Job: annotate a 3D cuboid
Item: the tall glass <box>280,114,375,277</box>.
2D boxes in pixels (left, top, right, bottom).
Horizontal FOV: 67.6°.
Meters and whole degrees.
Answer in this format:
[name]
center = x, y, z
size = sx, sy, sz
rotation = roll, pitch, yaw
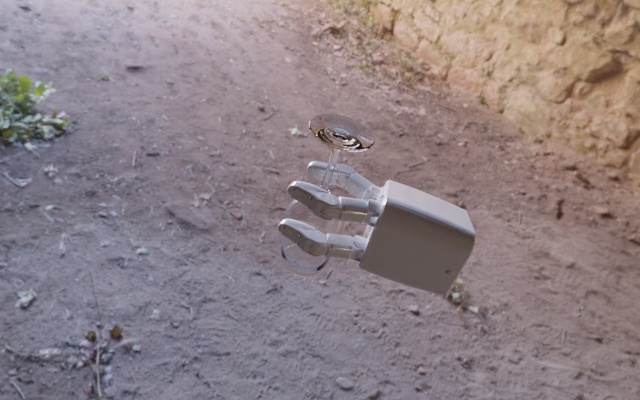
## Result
[tall glass]
center = 0.000, 0.001, 0.576
size = 0.079, 0.201, 0.079
rotation = 11, 37, -8
